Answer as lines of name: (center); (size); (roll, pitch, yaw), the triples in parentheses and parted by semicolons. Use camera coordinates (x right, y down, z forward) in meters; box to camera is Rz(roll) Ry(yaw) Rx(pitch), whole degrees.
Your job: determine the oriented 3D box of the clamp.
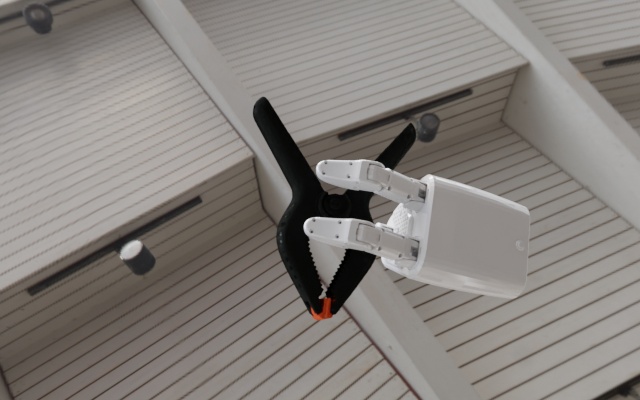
clamp: (0.000, 0.002, 0.446); (0.164, 0.210, 0.036); (14, -19, -8)
